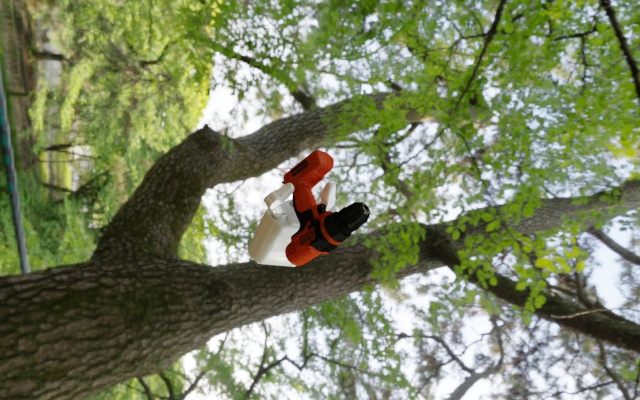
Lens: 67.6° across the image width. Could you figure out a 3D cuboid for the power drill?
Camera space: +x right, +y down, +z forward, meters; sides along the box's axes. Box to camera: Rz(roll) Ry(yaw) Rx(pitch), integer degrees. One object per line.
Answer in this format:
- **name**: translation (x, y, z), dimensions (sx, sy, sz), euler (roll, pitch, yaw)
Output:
- **power drill**: translation (0.000, 0.003, 0.854), dimensions (0.184, 0.187, 0.057), euler (-34, -43, 30)
